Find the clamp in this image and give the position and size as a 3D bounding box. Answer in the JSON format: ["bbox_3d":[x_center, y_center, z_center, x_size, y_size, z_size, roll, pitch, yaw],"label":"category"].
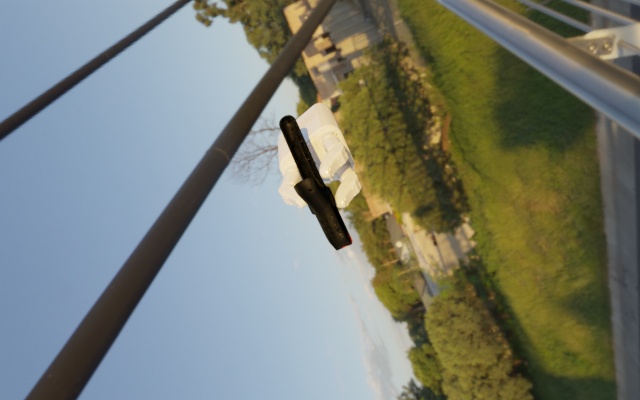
[{"bbox_3d":[0.000,0.003,0.653,0.036,0.210,0.164,-22,33,6],"label":"clamp"}]
